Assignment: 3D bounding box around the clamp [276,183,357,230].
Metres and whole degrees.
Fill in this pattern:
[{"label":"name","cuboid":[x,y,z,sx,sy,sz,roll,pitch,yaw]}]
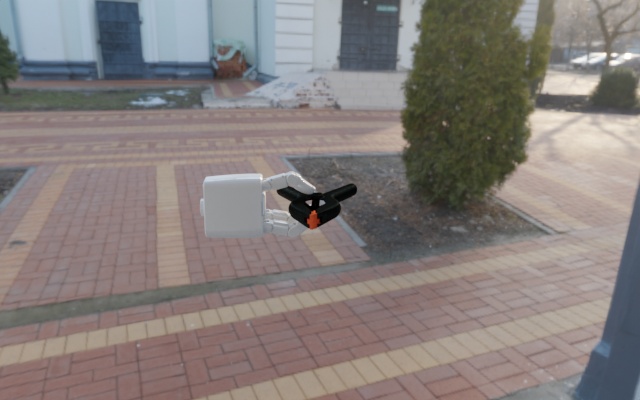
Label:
[{"label":"clamp","cuboid":[0.000,0.002,0.899,0.164,0.036,0.210,-3,18,-5]}]
